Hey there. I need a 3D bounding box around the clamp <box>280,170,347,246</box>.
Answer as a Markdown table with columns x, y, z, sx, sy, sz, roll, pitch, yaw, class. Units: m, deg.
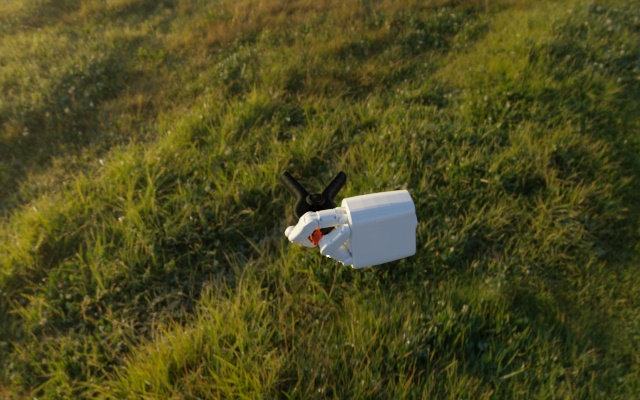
| x | y | z | sx | sy | sz | roll | pitch | yaw | class |
| --- | --- | --- | --- | --- | --- | --- | --- | --- | --- |
| 0.000 | 0.002 | 0.817 | 0.120 | 0.171 | 0.039 | -10 | -43 | -6 | clamp |
